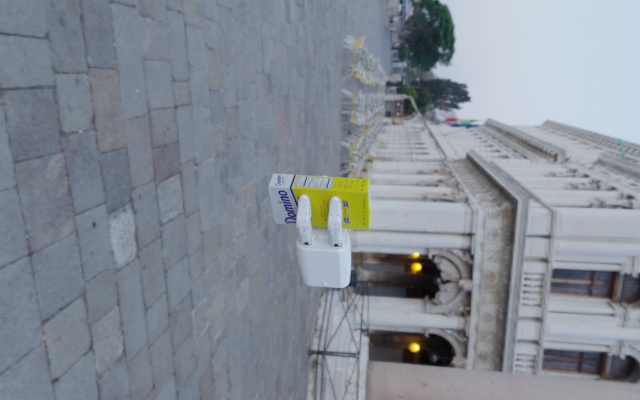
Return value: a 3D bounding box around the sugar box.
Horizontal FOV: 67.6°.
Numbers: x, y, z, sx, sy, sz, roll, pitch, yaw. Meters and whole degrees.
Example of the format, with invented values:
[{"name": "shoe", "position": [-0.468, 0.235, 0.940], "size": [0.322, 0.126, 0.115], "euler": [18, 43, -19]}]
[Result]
[{"name": "sugar box", "position": [0.000, 0.003, 0.850], "size": [0.176, 0.093, 0.048], "euler": [1, 41, 9]}]
